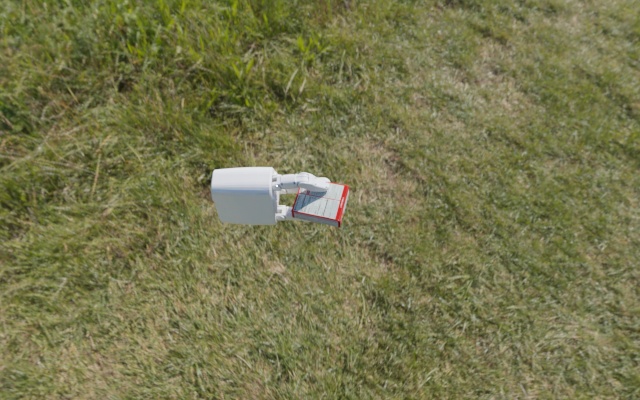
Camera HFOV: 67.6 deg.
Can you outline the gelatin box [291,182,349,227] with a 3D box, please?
[{"bbox_3d":[0.000,0.003,0.849,0.089,0.073,0.030,11,-28,11],"label":"gelatin box"}]
